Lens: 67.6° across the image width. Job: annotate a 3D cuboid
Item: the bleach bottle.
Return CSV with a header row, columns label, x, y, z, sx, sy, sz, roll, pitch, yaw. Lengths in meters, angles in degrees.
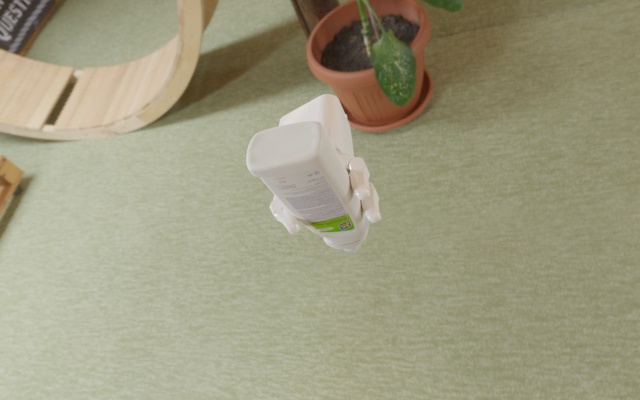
label,x,y,z,sx,sy,sz,roll,pitch,yaw
bleach bottle,0.000,0.002,0.650,0.102,0.068,0.251,-10,-37,17
